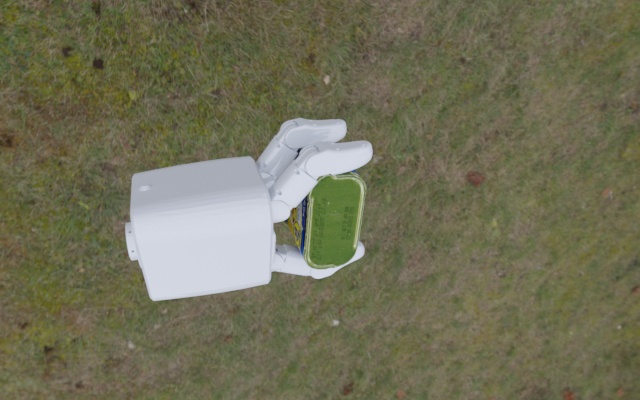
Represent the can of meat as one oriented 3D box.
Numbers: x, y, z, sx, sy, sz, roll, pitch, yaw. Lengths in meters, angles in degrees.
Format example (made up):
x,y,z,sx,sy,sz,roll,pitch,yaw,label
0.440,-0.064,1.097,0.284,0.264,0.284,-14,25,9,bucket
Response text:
x,y,z,sx,sy,sz,roll,pitch,yaw,label
0.000,0.002,0.448,0.057,0.102,0.084,-5,30,-17,can of meat
